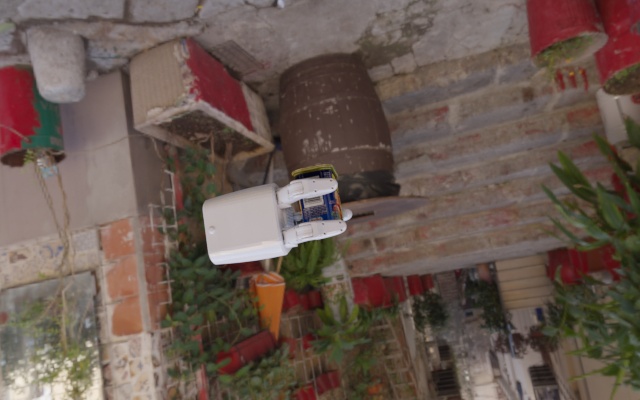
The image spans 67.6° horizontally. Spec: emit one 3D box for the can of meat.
[{"bbox_3d":[0.000,0.003,0.672,0.057,0.084,0.102,-11,-9,6],"label":"can of meat"}]
